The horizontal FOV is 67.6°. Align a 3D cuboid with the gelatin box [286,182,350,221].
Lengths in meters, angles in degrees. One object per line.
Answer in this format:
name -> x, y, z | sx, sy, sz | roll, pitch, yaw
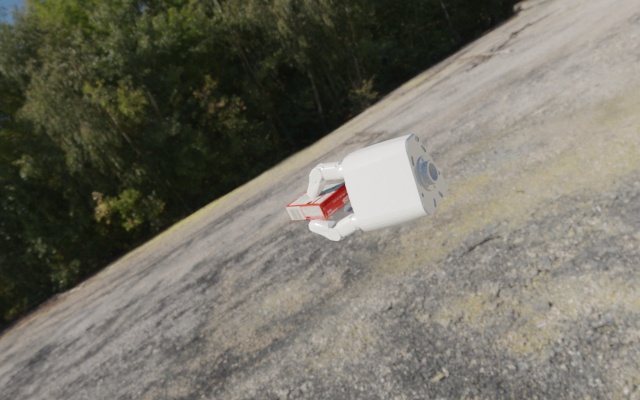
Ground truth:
gelatin box -> 0.000, 0.002, 0.762 | 0.089, 0.030, 0.073 | -4, 26, 49
